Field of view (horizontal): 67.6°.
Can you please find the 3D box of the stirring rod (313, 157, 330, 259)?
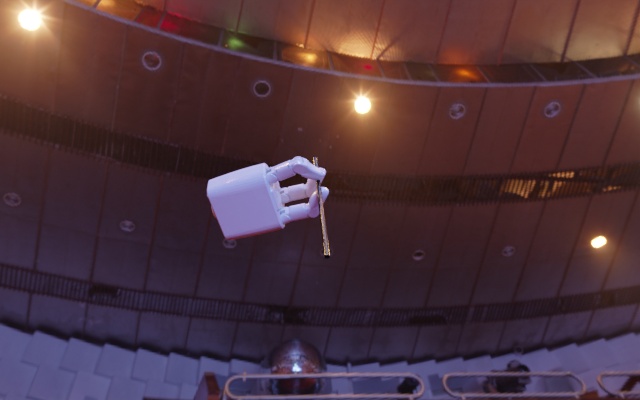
[{"bbox_3d":[0.000,0.003,0.771,0.011,0.011,0.239,0,40,-6],"label":"stirring rod"}]
